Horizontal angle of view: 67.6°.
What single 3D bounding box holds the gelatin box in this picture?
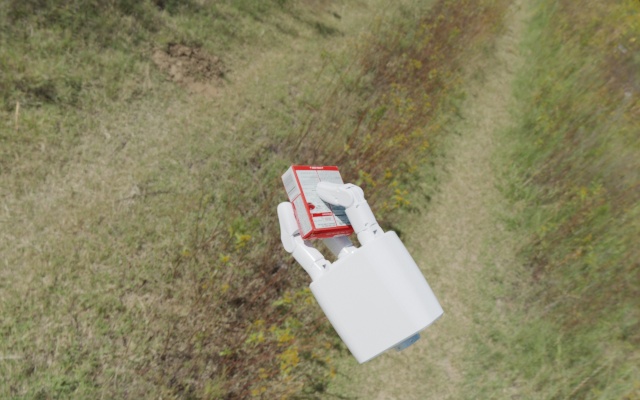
[{"bbox_3d":[0.000,0.001,0.579,0.073,0.089,0.030,-3,-26,-39],"label":"gelatin box"}]
